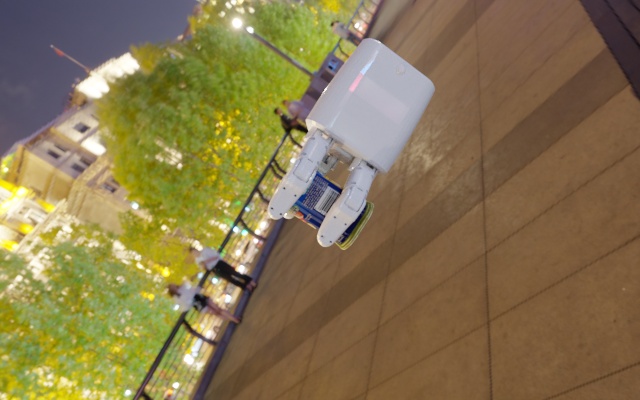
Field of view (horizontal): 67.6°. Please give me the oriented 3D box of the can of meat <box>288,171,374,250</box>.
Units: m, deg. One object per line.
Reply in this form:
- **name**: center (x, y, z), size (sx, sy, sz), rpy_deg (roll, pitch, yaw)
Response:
- **can of meat**: center (0.000, 0.002, 0.517), size (0.084, 0.057, 0.102), rpy_deg (34, 0, -10)
